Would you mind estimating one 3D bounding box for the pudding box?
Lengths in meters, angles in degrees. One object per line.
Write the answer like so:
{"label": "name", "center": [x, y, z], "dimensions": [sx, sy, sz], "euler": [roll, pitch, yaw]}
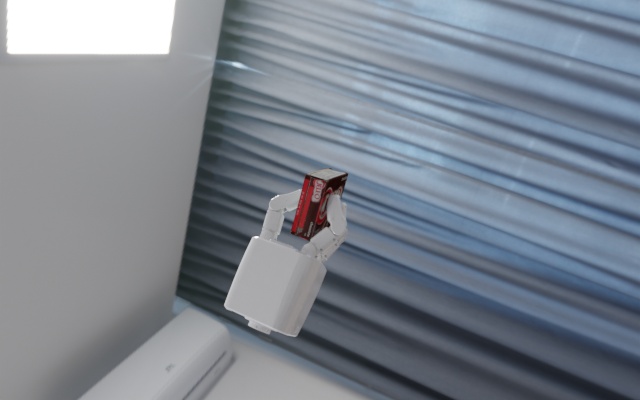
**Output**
{"label": "pudding box", "center": [0.000, 0.002, 0.696], "dimensions": [0.039, 0.090, 0.113], "euler": [19, 14, 12]}
